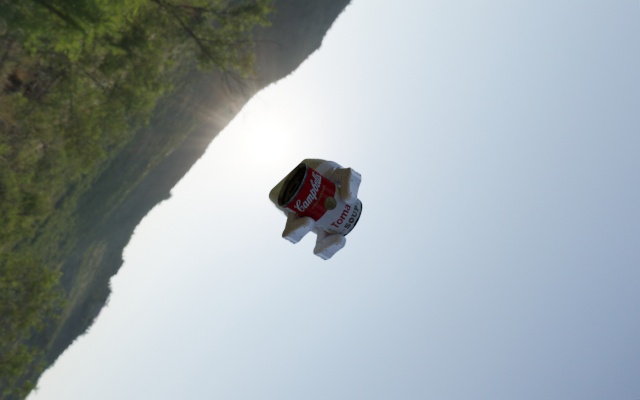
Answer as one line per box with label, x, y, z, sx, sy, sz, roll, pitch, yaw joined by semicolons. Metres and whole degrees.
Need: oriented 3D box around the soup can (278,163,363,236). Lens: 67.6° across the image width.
soup can;0.001;0.002;0.674;0.102;0.068;0.068;31;-13;-22
